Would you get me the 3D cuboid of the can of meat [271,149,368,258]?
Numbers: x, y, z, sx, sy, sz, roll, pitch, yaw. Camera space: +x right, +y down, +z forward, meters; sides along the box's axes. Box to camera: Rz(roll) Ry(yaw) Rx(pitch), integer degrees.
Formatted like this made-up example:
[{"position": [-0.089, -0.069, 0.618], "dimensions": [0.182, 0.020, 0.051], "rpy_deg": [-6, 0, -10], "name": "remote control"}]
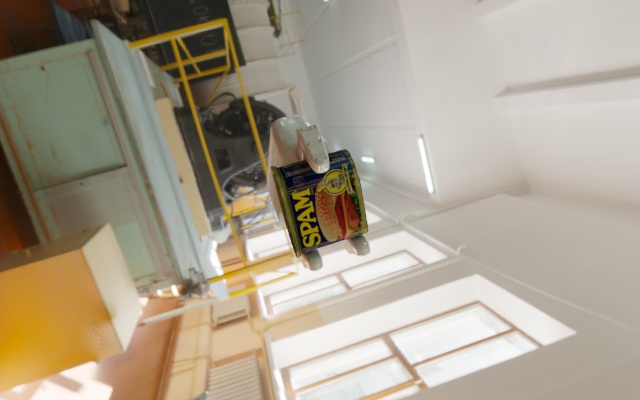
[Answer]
[{"position": [0.000, 0.002, 0.519], "dimensions": [0.084, 0.102, 0.057], "rpy_deg": [-17, 28, -8], "name": "can of meat"}]
